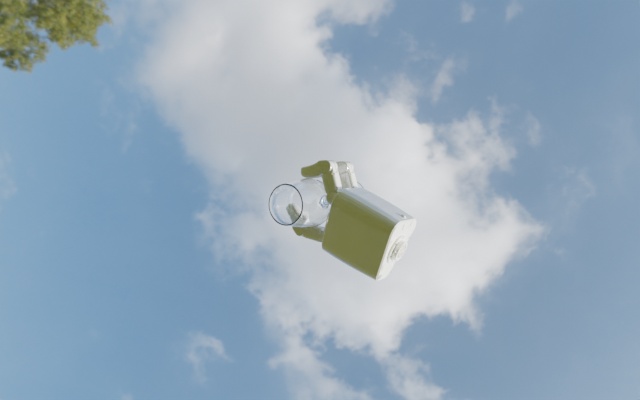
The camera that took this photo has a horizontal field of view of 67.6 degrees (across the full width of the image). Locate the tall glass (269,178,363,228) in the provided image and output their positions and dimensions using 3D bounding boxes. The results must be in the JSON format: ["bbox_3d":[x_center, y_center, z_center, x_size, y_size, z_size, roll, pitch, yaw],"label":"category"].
[{"bbox_3d":[0.000,0.003,0.780,0.079,0.079,0.201,0,2,32],"label":"tall glass"}]
